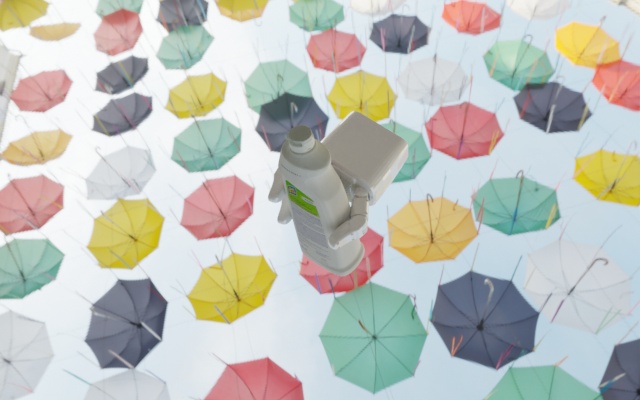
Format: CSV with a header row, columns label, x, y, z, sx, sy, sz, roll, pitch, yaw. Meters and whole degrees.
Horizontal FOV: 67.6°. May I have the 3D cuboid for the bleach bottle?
label,x,y,z,sx,sy,sz,roll,pitch,yaw
bleach bottle,0.000,0.002,0.655,0.102,0.068,0.251,26,-30,27
